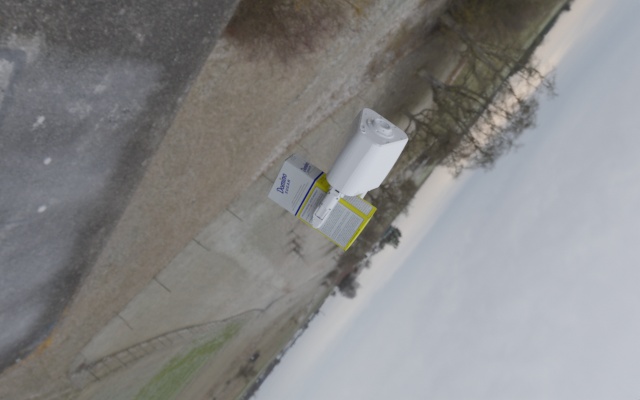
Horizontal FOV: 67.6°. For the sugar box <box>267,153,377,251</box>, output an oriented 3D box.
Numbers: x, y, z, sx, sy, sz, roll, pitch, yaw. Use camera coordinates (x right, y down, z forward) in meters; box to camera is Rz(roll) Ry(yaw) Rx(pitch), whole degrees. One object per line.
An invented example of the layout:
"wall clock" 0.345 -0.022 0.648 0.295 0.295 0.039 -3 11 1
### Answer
"sugar box" 0.001 0.002 0.845 0.176 0.093 0.048 37 37 7
